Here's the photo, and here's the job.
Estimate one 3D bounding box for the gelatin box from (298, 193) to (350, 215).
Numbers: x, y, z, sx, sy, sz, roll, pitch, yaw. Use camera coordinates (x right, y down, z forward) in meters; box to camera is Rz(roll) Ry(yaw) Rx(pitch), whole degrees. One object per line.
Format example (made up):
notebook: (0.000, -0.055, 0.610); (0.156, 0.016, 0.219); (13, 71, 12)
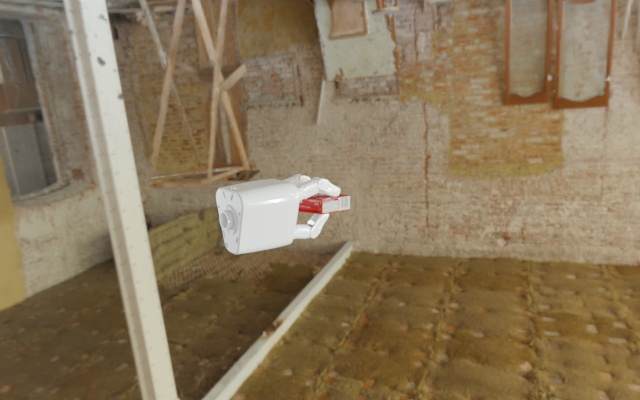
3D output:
gelatin box: (0.000, 0.003, 0.871); (0.073, 0.030, 0.089); (8, 10, 38)
